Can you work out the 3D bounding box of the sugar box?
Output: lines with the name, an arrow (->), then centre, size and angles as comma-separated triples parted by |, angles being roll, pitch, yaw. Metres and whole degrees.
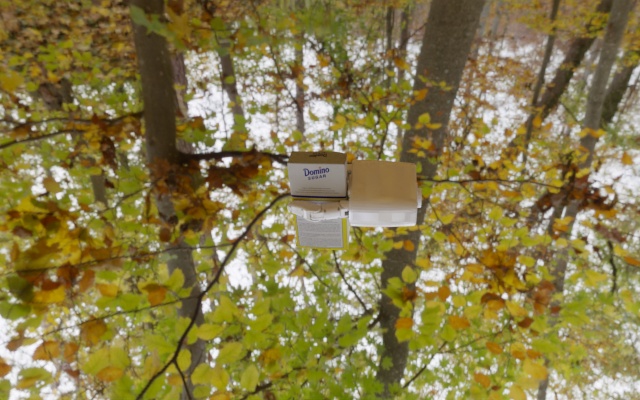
sugar box -> 0.000, 0.002, 0.797 | 0.093, 0.176, 0.048 | 2, 34, 8
